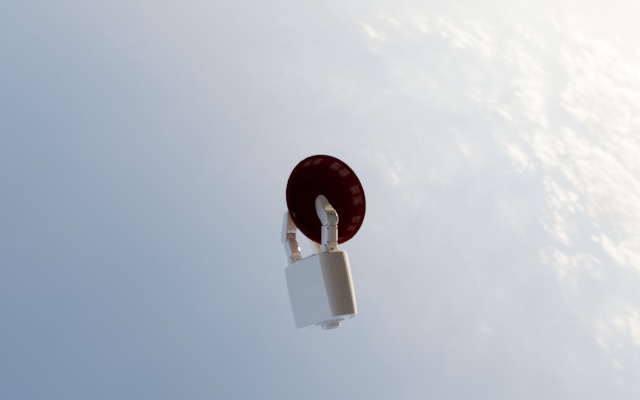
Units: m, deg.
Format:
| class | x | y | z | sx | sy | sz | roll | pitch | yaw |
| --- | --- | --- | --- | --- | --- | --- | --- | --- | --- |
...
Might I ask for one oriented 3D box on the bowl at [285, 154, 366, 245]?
| class | x | y | z | sx | sy | sz | roll | pitch | yaw |
| --- | --- | --- | --- | --- | --- | --- | --- | --- | --- |
| bowl | 0.000 | 0.002 | 0.844 | 0.162 | 0.162 | 0.055 | 0 | -11 | -31 |
